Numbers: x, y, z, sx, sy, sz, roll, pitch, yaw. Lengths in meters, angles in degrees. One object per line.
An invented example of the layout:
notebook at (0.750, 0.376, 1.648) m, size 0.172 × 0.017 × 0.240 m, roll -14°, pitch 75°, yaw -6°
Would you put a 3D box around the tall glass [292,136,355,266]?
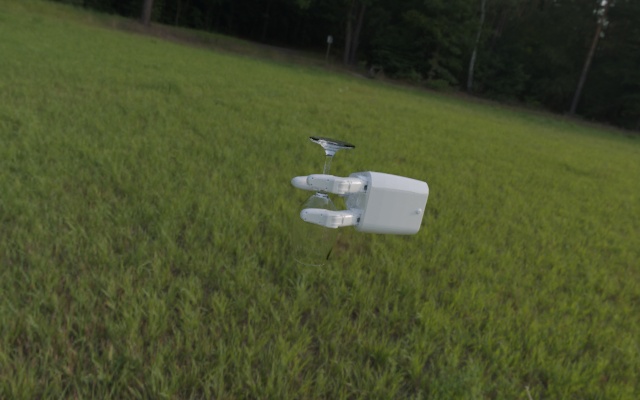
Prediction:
tall glass at (0.000, 0.002, 0.775) m, size 0.079 × 0.201 × 0.079 m, roll 11°, pitch 15°, yaw -3°
